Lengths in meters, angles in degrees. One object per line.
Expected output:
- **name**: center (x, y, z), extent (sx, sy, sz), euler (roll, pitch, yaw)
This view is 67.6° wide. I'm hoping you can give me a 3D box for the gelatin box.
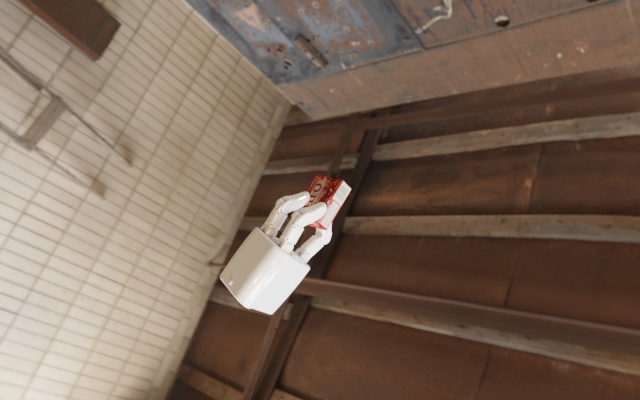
- **gelatin box**: center (0.001, 0.003, 0.818), extent (0.073, 0.089, 0.030), euler (14, -23, 49)
